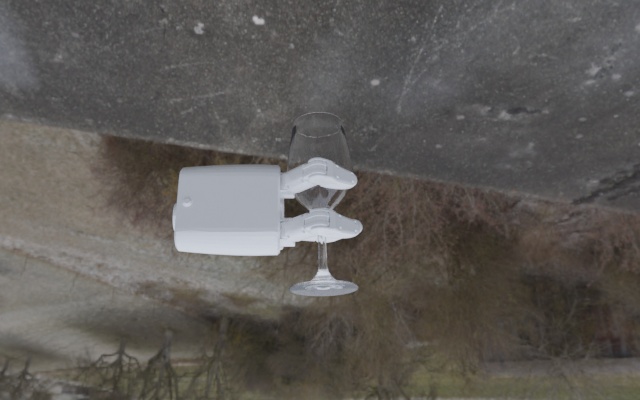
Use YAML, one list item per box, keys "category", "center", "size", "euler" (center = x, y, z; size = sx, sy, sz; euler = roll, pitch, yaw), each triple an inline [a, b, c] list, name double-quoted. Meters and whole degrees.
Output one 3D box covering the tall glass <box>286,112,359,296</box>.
- category: "tall glass"
  center: [0.000, 0.002, 0.542]
  size: [0.079, 0.201, 0.079]
  euler: [-1, -21, -1]
